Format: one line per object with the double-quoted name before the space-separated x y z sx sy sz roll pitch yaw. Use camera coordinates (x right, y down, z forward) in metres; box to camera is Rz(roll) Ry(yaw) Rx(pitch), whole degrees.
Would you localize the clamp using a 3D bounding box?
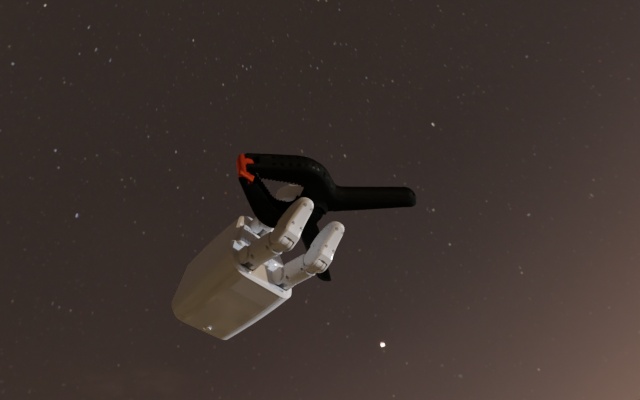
"clamp" -0.001 0.001 0.540 0.210 0.164 0.036 38 20 -36
